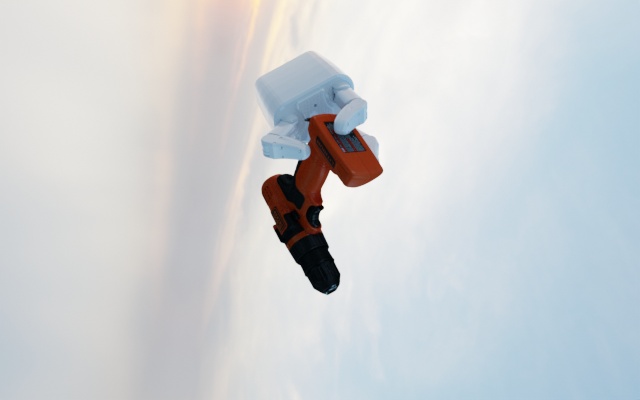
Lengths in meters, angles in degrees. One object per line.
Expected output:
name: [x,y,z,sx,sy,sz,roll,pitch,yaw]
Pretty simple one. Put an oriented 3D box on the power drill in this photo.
power drill: [0.000,0.001,0.593,0.057,0.184,0.188,-11,-32,-39]
